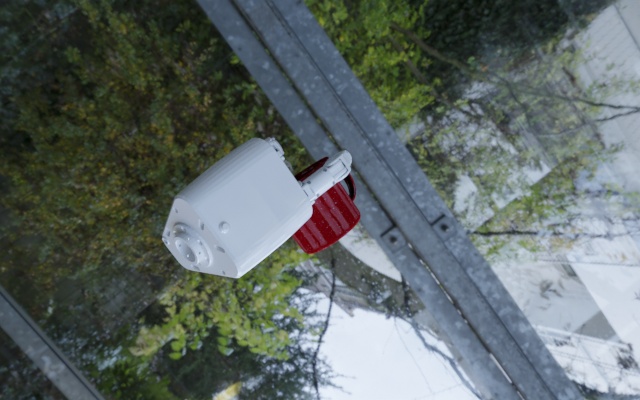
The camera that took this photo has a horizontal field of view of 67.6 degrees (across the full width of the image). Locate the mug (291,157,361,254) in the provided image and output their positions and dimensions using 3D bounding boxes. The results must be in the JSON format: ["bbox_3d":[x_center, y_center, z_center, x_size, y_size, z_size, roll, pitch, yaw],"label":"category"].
[{"bbox_3d":[0.001,0.001,0.565,0.117,0.081,0.093,-42,11,-38],"label":"mug"}]
